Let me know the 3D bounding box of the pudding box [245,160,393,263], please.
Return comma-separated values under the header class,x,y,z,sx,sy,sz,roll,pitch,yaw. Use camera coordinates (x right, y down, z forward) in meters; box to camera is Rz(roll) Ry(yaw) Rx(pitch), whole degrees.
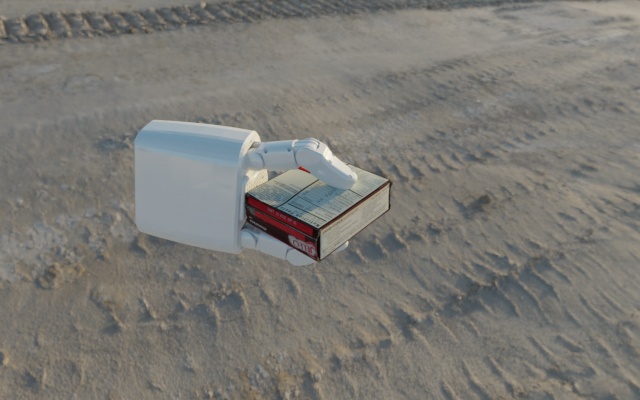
class,x,y,z,sx,sy,sz,roll,pitch,yaw
pudding box,0.000,0.001,0.447,0.090,0.039,0.113,26,42,32
